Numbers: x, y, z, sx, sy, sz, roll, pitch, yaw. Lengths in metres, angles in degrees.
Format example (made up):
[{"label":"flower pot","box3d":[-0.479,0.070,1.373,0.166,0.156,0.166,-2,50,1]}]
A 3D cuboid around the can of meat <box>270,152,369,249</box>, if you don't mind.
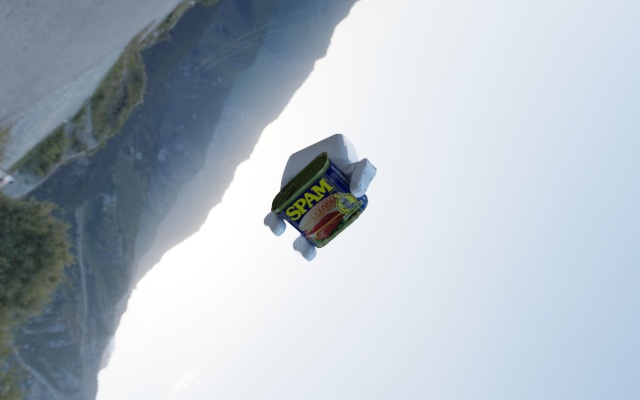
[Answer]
[{"label":"can of meat","box3d":[0.000,0.002,0.624,0.102,0.084,0.057,-41,21,17]}]
